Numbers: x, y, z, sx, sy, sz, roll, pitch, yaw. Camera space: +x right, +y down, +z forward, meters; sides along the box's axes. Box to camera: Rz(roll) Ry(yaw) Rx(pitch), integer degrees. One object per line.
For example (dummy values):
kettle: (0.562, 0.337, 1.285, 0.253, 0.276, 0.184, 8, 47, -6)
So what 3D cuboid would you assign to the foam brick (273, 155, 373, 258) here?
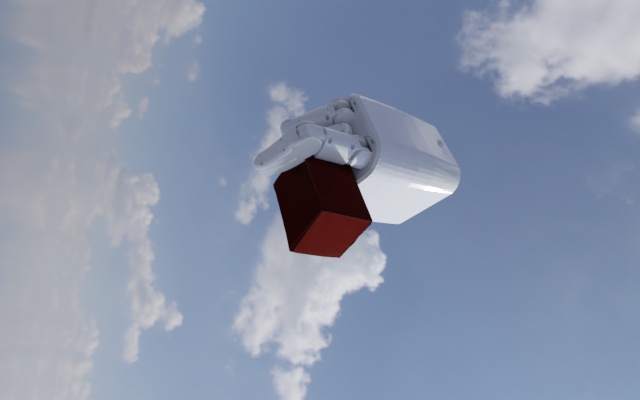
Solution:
foam brick: (0.000, 0.002, 0.402, 0.051, 0.078, 0.053, 14, -49, -32)
